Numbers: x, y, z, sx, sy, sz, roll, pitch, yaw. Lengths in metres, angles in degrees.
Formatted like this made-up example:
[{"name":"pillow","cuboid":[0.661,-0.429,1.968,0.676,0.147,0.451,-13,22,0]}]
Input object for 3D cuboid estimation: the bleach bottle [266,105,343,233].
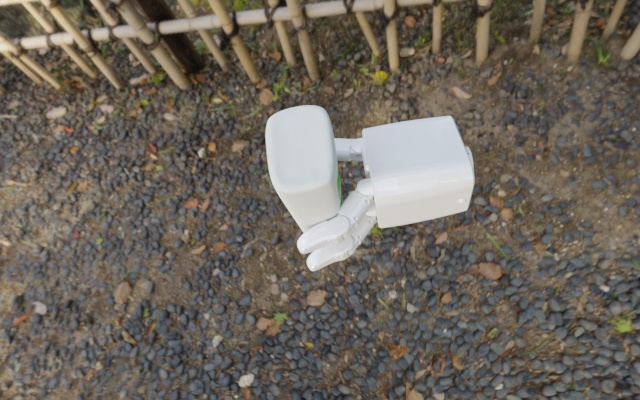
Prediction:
[{"name":"bleach bottle","cuboid":[0.000,0.002,0.571,0.068,0.102,0.251,-10,-26,6]}]
